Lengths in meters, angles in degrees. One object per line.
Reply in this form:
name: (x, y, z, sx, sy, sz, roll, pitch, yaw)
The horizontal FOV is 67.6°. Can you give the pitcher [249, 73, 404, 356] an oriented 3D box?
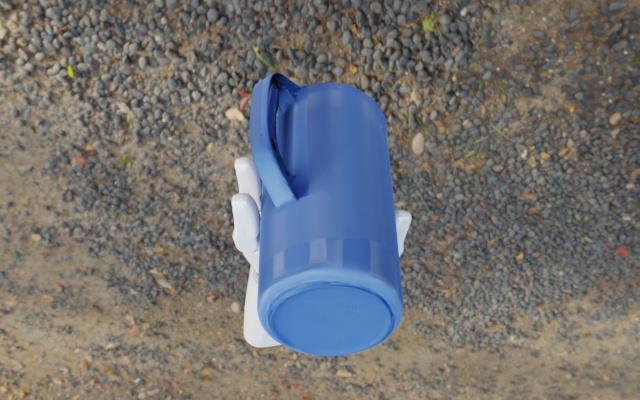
pitcher: (0.000, 0.002, 0.427, 0.149, 0.145, 0.242, 9, 41, -8)
